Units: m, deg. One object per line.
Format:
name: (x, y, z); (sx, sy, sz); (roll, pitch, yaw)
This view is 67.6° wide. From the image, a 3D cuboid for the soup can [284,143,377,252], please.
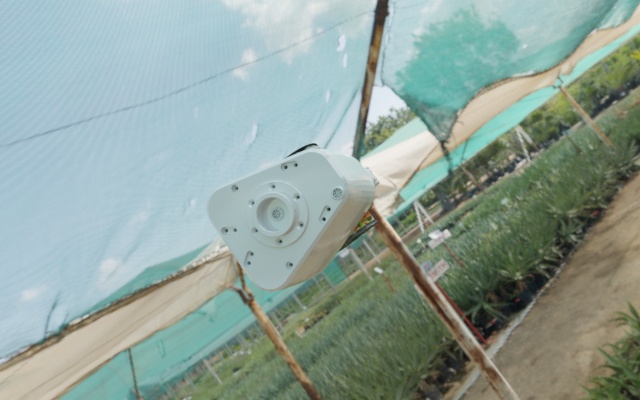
soup can: (0.000, 0.001, 0.485); (0.068, 0.102, 0.068); (-36, -8, -6)
